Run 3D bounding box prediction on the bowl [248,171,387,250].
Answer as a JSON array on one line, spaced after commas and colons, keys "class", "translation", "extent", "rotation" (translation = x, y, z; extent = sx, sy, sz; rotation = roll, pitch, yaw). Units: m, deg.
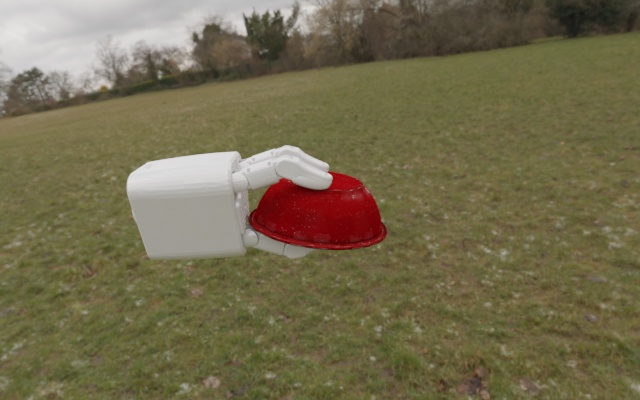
[{"class": "bowl", "translation": [0.001, 0.001, 0.548], "extent": [0.162, 0.055, 0.162], "rotation": [6, 16, -2]}]
